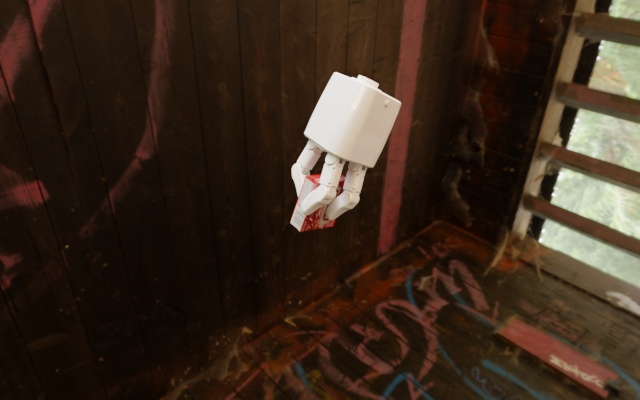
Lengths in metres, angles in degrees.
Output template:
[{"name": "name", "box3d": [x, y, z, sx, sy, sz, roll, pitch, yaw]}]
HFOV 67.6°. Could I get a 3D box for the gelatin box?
[{"name": "gelatin box", "box3d": [0.000, 0.002, 0.742, 0.073, 0.089, 0.030, -7, 36, -43]}]
